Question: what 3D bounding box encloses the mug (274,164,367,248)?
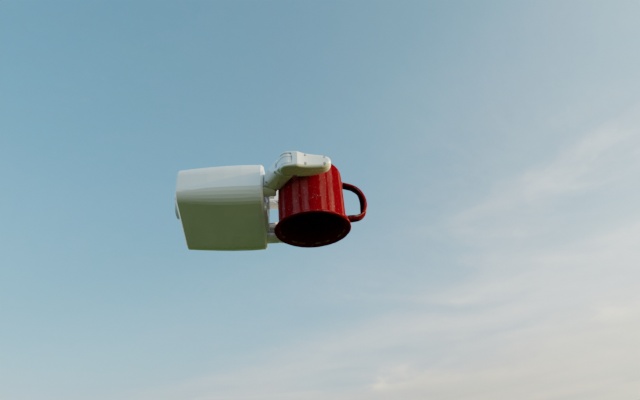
[{"bbox_3d":[0.002,0.002,0.597,0.117,0.081,0.093,-2,-32,-5],"label":"mug"}]
